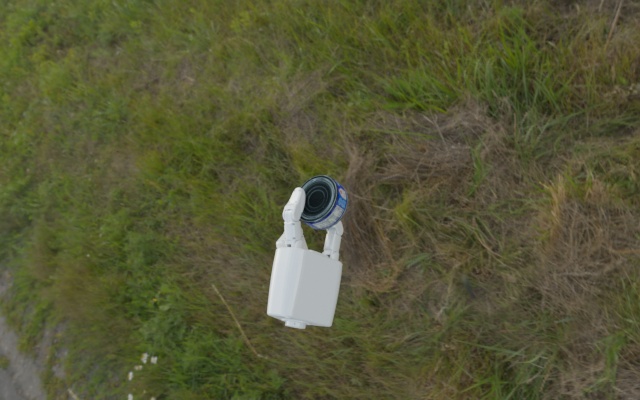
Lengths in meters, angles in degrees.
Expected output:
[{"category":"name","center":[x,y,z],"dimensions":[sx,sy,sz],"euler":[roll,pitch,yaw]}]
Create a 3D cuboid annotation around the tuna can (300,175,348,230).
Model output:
[{"category":"tuna can","center":[0.000,0.002,0.778],"dimensions":[0.086,0.086,0.034],"euler":[0,-23,36]}]
